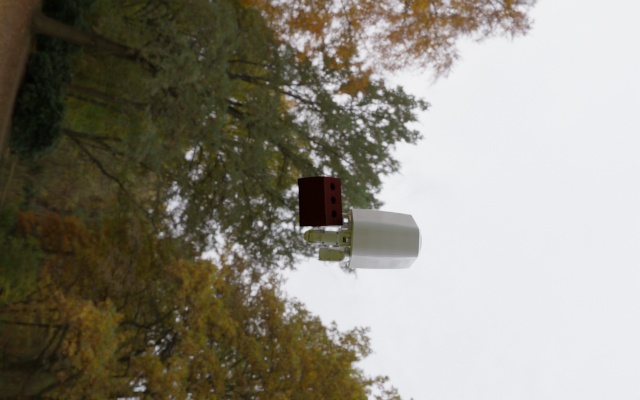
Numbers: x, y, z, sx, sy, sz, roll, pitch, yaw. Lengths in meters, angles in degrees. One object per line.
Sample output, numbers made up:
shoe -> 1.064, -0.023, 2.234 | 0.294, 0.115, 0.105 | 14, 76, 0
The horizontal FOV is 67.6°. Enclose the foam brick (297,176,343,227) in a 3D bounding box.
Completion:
foam brick -> 0.000, 0.002, 0.758 | 0.051, 0.078, 0.053 | -7, -7, 34
